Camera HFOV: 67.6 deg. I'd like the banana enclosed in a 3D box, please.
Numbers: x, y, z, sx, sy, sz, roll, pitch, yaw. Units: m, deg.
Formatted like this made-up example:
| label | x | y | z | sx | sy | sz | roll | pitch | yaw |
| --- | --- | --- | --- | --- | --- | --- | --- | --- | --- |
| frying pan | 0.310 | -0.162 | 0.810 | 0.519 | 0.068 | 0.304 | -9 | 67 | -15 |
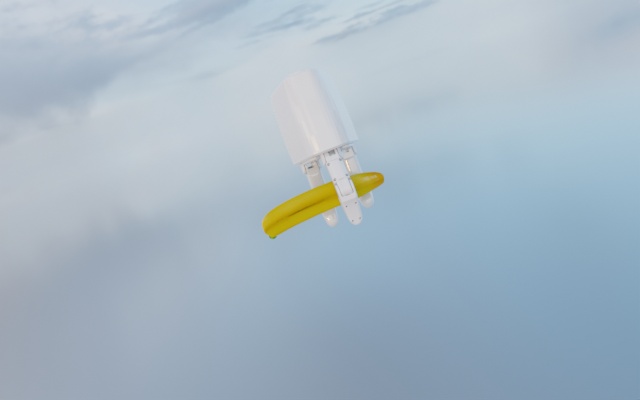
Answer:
| label | x | y | z | sx | sy | sz | roll | pitch | yaw |
| --- | --- | --- | --- | --- | --- | --- | --- | --- | --- |
| banana | -0.010 | 0.005 | 0.647 | 0.198 | 0.037 | 0.069 | -26 | -6 | 23 |
